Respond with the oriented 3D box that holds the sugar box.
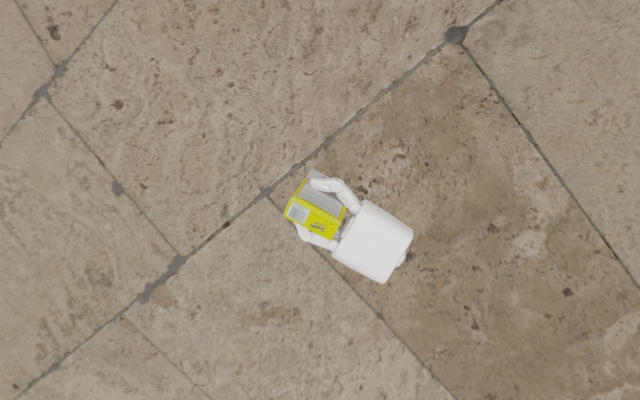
[{"bbox_3d":[0.000,0.003,0.859,0.093,0.048,0.176,29,19,0],"label":"sugar box"}]
